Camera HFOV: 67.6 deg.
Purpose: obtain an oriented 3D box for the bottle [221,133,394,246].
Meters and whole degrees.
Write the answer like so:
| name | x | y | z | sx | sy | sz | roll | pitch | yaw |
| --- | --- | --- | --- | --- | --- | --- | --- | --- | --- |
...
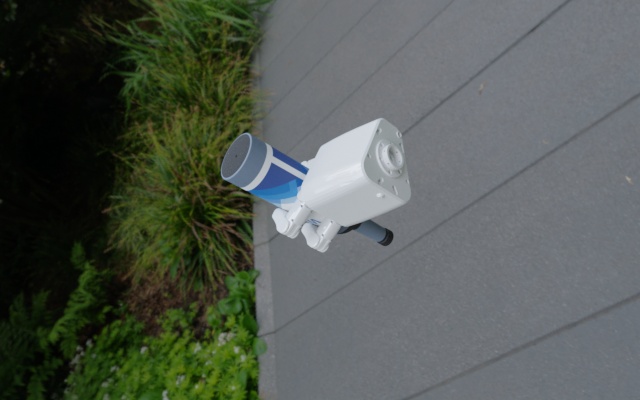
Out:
| name | x | y | z | sx | sy | sz | roll | pitch | yaw |
| --- | --- | --- | --- | --- | --- | --- | --- | --- | --- |
| bottle | 0.000 | 0.002 | 0.685 | 0.296 | 0.069 | 0.069 | 29 | -17 | -34 |
